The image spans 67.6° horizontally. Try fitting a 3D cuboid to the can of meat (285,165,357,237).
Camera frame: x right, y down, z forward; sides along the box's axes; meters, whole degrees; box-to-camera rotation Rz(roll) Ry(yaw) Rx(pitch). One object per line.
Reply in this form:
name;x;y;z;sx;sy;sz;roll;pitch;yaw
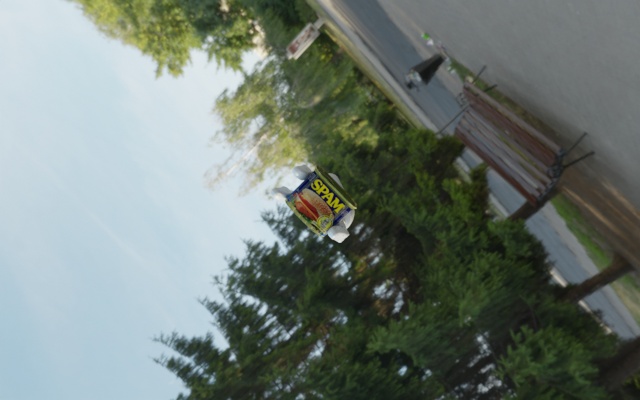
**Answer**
can of meat;0.000;0.003;0.848;0.084;0.102;0.057;-44;3;12
